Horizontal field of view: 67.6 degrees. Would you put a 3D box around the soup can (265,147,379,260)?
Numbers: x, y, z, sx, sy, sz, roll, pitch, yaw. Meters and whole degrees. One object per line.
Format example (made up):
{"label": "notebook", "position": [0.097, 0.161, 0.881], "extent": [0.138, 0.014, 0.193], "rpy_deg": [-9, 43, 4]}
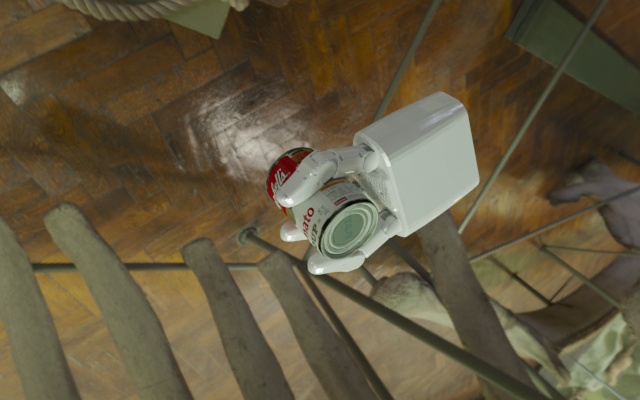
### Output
{"label": "soup can", "position": [0.000, 0.002, 0.462], "extent": [0.068, 0.068, 0.102], "rpy_deg": [0, 32, -40]}
